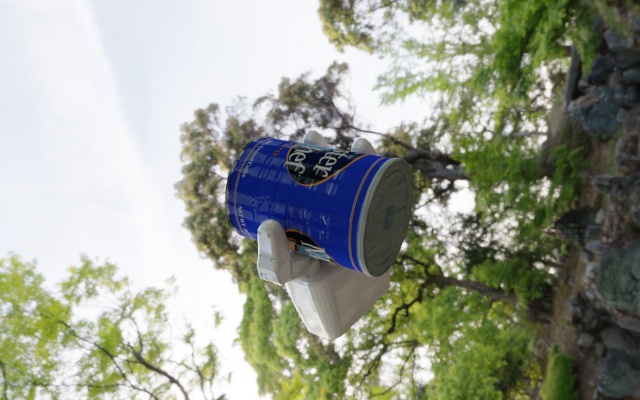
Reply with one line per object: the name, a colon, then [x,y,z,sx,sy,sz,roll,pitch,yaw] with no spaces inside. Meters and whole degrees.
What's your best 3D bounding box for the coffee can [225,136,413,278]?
coffee can: [0.000,0.001,0.435,0.140,0.103,0.103,13,6,28]
